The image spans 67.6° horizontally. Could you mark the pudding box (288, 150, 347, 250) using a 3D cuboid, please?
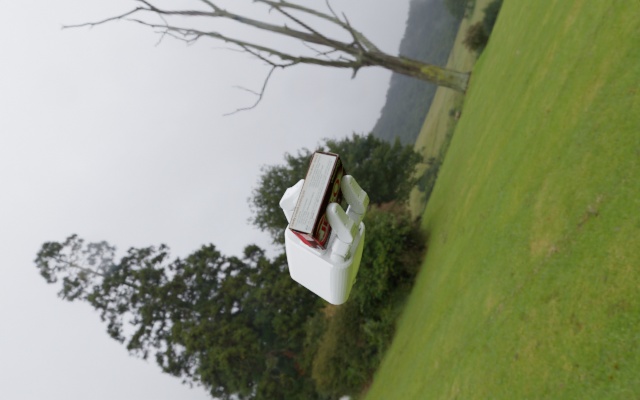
[{"bbox_3d":[0.000,0.002,0.637,0.039,0.113,0.090,13,-14,15],"label":"pudding box"}]
